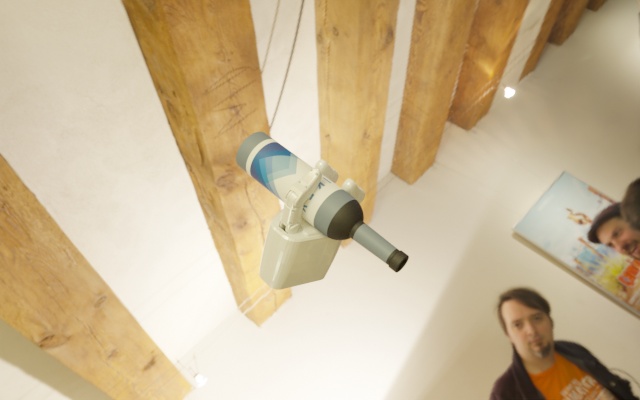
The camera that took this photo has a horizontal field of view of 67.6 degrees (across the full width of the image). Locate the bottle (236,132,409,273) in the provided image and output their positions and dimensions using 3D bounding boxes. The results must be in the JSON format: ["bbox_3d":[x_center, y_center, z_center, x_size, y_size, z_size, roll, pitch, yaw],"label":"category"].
[{"bbox_3d":[0.000,0.002,0.677,0.295,0.069,0.069,37,18,26],"label":"bottle"}]
